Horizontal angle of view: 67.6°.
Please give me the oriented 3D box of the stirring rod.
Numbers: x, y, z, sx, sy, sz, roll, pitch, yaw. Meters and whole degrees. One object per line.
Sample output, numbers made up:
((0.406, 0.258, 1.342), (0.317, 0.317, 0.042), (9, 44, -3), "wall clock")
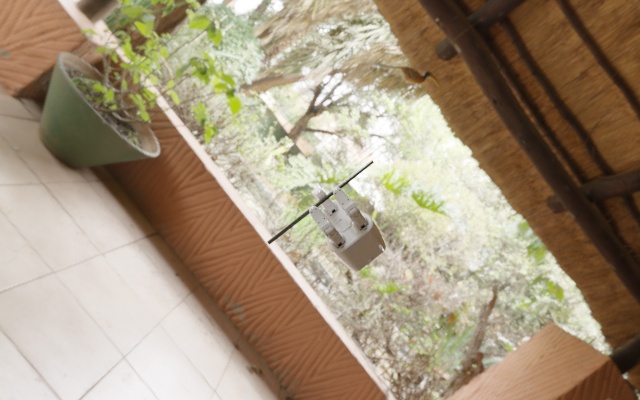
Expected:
((0.000, 0.003, 0.862), (0.239, 0.011, 0.011), (-38, 0, 0), "stirring rod")
